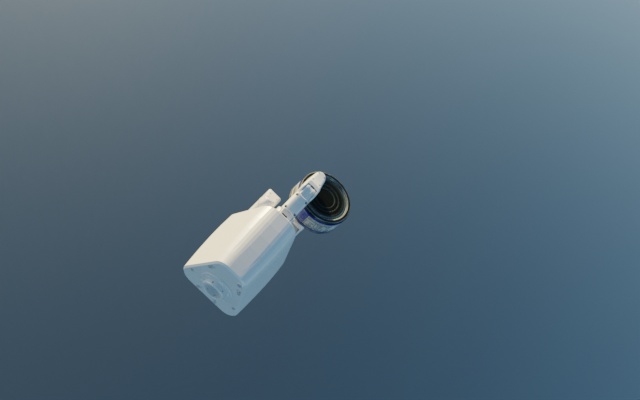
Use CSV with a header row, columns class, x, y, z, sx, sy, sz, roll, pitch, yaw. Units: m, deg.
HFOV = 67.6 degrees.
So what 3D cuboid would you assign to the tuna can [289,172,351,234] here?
class,x,y,z,sx,sy,sz,roll,pitch,yaw
tuna can,0.000,0.002,0.685,0.086,0.086,0.034,0,-27,-34
